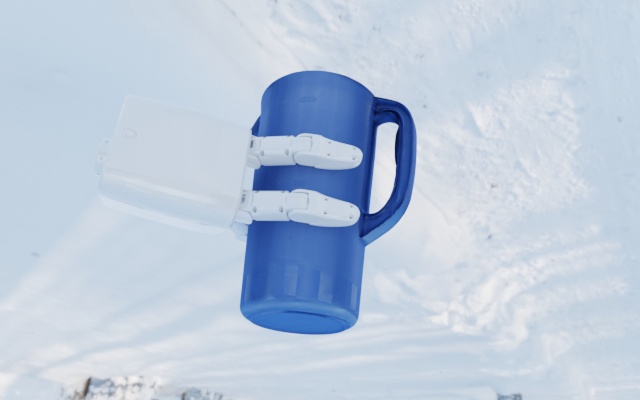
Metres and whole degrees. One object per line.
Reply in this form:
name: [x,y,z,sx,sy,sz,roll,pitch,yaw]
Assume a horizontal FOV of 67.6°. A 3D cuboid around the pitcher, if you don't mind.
pitcher: [0.000,0.002,0.475,0.145,0.242,0.149,16,-28,-21]
